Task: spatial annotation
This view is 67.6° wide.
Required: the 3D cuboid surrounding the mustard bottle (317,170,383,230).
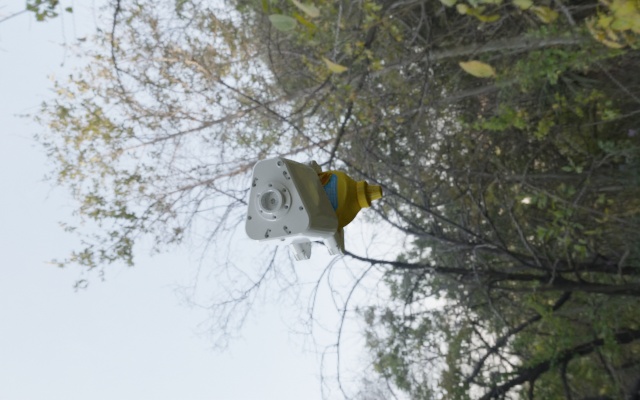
[{"bbox_3d":[0.000,0.003,0.733,0.191,0.096,0.058,-11,-33,18],"label":"mustard bottle"}]
